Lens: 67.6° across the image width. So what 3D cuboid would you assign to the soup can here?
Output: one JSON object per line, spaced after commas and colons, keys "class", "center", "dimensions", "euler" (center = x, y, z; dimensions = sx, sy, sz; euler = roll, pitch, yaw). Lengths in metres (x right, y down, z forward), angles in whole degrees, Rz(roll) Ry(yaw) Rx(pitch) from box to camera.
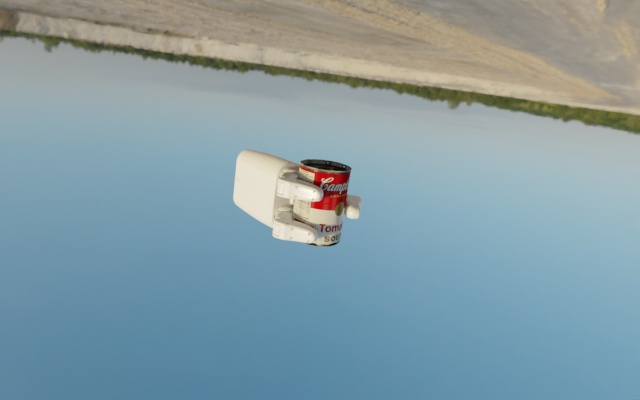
{"class": "soup can", "center": [0.000, 0.002, 0.632], "dimensions": [0.068, 0.102, 0.068], "euler": [7, 15, -2]}
